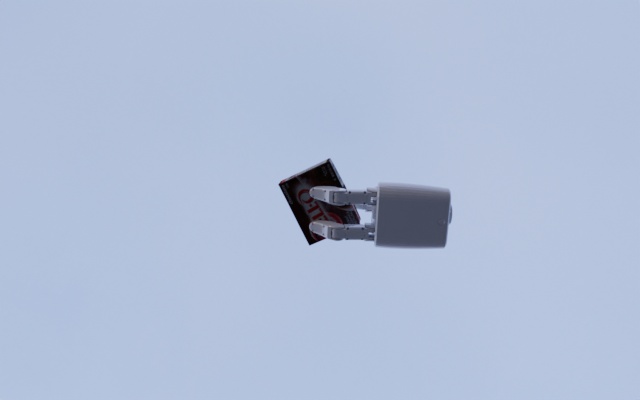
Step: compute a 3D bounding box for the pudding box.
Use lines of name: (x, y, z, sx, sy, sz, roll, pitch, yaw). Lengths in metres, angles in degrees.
pudding box: (0.000, 0.002, 0.746, 0.090, 0.113, 0.039, -24, 9, 12)
